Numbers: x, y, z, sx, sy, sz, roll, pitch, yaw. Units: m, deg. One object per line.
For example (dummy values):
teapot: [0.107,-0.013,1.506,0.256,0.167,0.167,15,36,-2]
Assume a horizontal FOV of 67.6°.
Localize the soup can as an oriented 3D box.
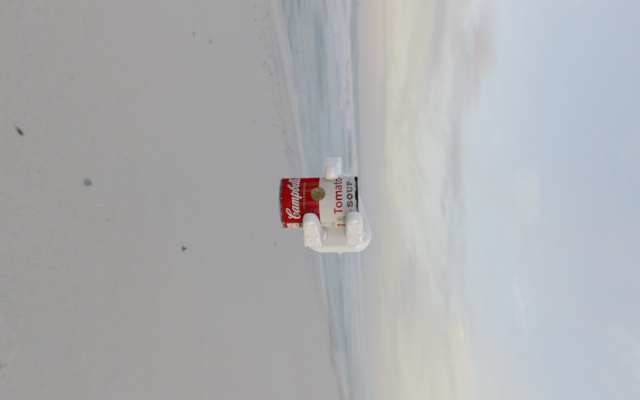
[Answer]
soup can: [0.000,0.002,0.637,0.102,0.068,0.068,-2,0,5]
